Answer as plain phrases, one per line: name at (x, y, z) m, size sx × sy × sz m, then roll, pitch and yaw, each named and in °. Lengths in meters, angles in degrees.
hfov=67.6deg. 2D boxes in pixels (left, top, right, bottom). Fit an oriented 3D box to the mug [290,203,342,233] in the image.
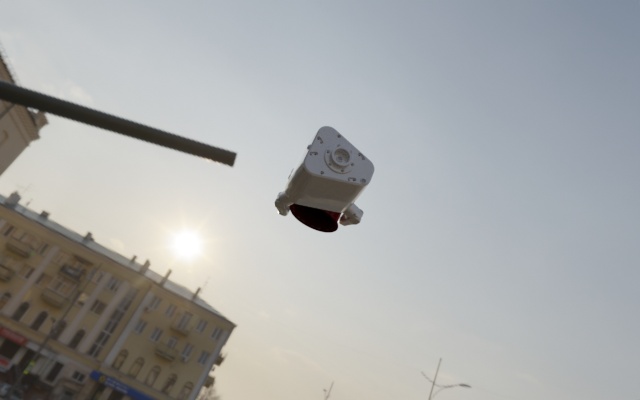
mug at (0.000, 0.003, 0.863) m, size 0.093 × 0.081 × 0.117 m, roll 29°, pitch -27°, yaw -6°
